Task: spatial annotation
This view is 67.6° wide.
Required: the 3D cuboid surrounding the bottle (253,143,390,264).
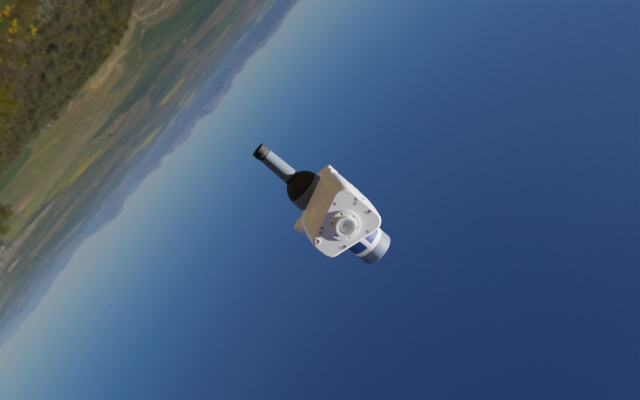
[{"bbox_3d":[0.000,0.003,0.857,0.296,0.069,0.069,40,-14,-18],"label":"bottle"}]
